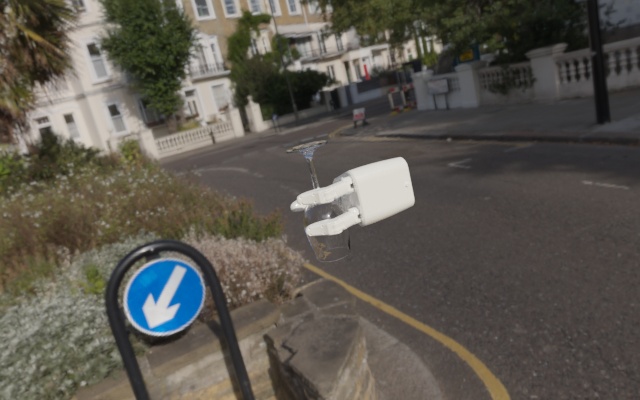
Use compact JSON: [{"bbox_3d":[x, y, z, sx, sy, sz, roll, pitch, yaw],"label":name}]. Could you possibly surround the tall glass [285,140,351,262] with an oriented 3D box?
[{"bbox_3d":[0.000,0.002,0.825,0.079,0.201,0.079,-13,13,3],"label":"tall glass"}]
